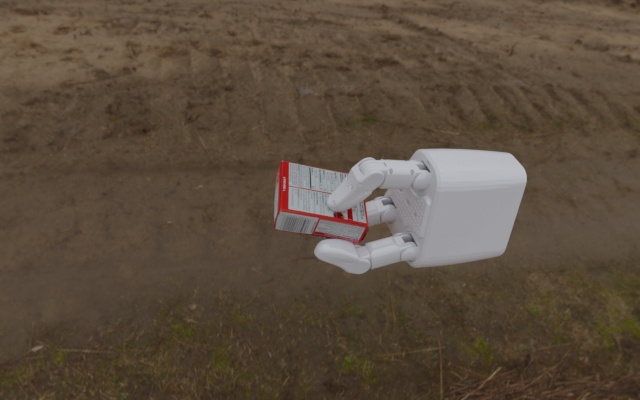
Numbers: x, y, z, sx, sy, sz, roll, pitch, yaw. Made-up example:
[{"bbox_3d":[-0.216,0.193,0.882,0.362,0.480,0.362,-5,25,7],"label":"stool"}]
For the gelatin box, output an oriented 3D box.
[{"bbox_3d":[0.000,0.001,0.470,0.089,0.030,0.073,11,42,-13],"label":"gelatin box"}]
